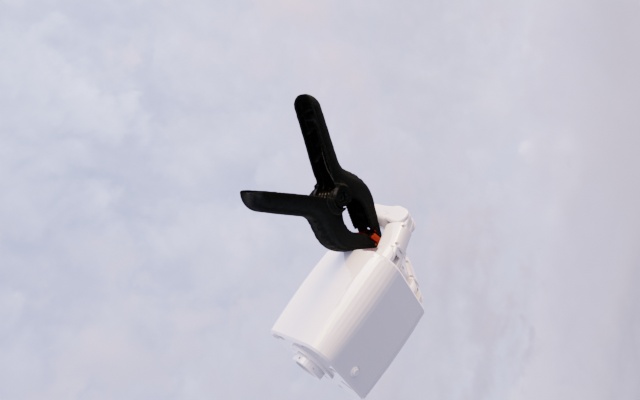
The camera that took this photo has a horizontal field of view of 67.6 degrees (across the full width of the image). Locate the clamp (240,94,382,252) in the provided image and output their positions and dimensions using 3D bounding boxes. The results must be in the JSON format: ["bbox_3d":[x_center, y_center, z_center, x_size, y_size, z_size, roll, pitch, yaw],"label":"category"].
[{"bbox_3d":[0.000,0.001,0.446,0.039,0.120,0.171,5,-40,51],"label":"clamp"}]
